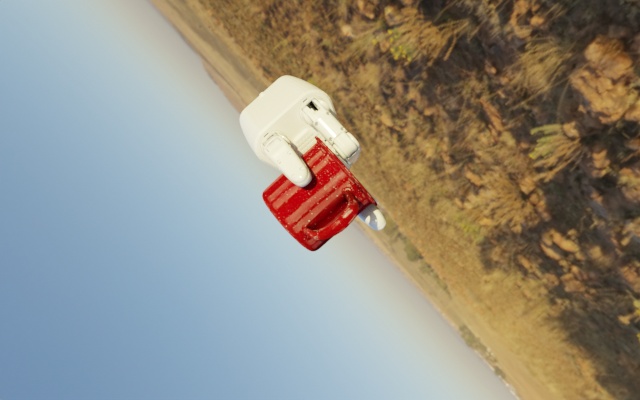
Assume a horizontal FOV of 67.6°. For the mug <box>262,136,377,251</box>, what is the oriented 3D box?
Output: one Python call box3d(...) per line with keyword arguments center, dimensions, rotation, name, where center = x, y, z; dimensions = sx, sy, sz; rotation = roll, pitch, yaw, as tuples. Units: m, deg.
box3d(center=(0.000, 0.002, 0.468), dimensions=(0.093, 0.081, 0.117), rotation=(47, 3, -31), name="mug")
